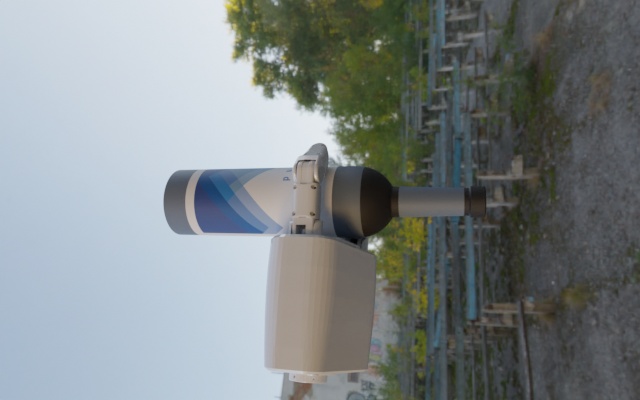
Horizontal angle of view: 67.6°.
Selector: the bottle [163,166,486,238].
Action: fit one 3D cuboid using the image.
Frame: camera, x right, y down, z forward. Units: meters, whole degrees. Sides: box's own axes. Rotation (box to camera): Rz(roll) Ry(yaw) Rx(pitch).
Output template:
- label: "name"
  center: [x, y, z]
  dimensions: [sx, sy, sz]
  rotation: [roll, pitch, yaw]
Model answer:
- label: "bottle"
  center: [0.000, 0.001, 0.450]
  dimensions: [0.296, 0.069, 0.069]
  rotation: [0, 0, 15]
